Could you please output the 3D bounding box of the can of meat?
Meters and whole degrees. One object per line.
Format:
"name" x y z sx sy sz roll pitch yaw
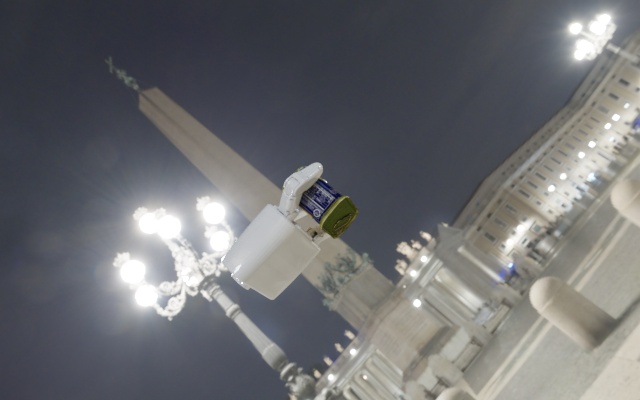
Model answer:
"can of meat" 0.000 0.002 0.695 0.084 0.057 0.102 39 -2 22
